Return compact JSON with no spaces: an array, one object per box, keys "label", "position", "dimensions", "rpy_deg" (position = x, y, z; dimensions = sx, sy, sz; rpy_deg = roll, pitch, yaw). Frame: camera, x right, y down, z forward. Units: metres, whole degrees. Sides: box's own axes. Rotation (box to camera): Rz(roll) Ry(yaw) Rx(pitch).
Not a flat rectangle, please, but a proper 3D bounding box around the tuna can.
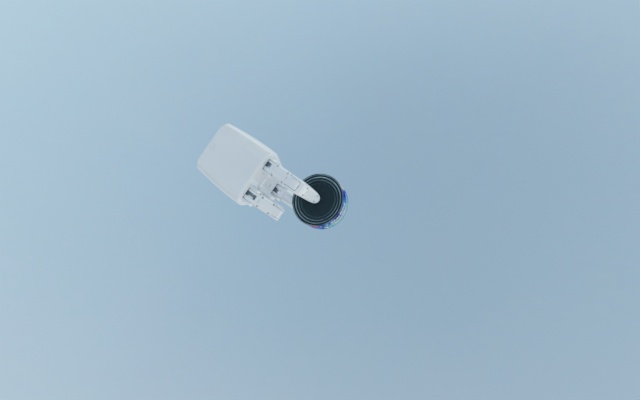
[{"label":"tuna can","position":[0.000,0.003,0.764],"dimensions":[0.086,0.086,0.034],"rpy_deg":[0,-15,20]}]
